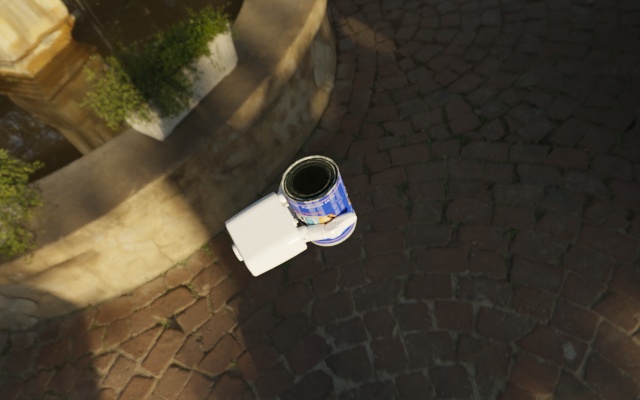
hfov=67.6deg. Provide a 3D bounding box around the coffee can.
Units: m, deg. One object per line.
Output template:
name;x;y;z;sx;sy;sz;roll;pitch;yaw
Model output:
coffee can;0.000;0.003;0.865;0.103;0.102;0.140;0;-36;19
